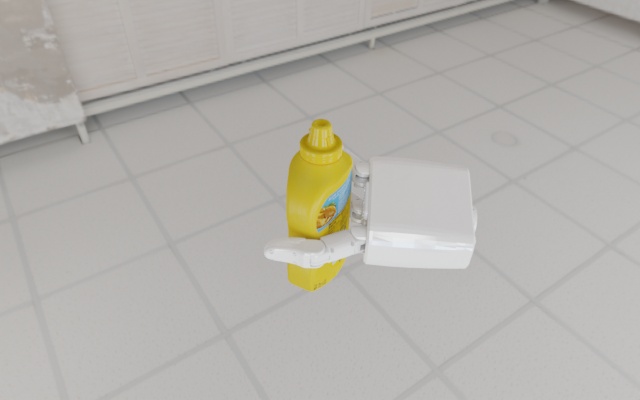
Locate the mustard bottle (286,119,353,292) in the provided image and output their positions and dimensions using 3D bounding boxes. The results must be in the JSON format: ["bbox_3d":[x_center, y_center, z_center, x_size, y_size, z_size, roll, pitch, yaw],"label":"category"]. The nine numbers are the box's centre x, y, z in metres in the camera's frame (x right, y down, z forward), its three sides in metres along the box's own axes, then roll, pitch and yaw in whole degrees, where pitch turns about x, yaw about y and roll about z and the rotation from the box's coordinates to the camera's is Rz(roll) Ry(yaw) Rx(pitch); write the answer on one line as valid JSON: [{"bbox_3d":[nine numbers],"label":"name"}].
[{"bbox_3d":[0.000,0.002,0.499,0.058,0.192,0.096,21,45,21],"label":"mustard bottle"}]
